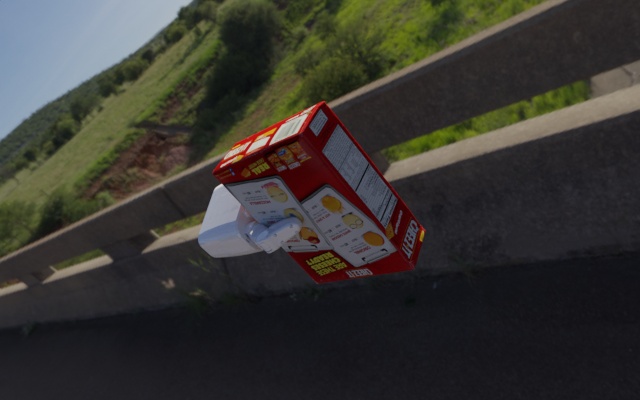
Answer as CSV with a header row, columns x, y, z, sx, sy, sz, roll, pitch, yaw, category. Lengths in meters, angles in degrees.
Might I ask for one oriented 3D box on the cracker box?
x,y,z,sx,sy,sz,roll,pitch,yaw,category
0.000,0.002,0.578,0.164,0.072,0.214,-17,-56,43,cracker box
